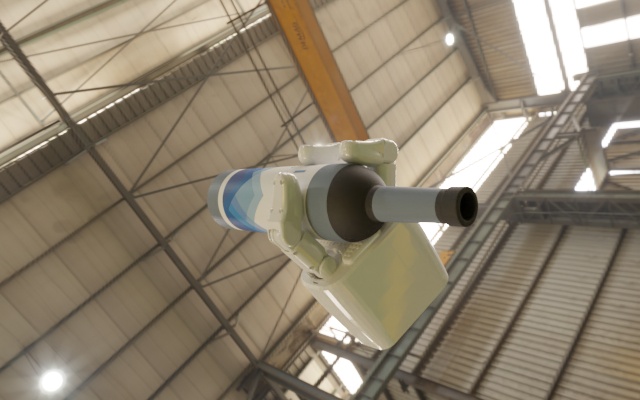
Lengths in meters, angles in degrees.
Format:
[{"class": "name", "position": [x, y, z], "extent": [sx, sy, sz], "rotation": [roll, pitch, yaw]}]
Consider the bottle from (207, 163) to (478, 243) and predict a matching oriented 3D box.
[{"class": "bottle", "position": [0.000, 0.001, 0.426], "extent": [0.069, 0.069, 0.295], "rotation": [0, 1, -42]}]
